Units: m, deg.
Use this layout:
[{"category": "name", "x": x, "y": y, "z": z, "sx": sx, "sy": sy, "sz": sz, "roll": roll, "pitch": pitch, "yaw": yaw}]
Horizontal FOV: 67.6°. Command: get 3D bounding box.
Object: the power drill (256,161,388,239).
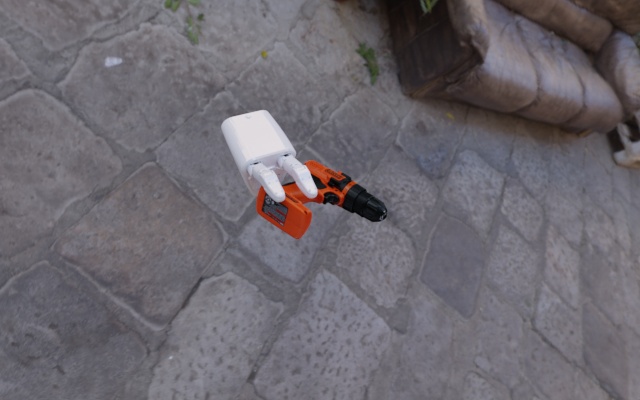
[{"category": "power drill", "x": 0.000, "y": 0.003, "z": 0.803, "sx": 0.184, "sy": 0.057, "sz": 0.187, "roll": 30, "pitch": 30, "yaw": 26}]
